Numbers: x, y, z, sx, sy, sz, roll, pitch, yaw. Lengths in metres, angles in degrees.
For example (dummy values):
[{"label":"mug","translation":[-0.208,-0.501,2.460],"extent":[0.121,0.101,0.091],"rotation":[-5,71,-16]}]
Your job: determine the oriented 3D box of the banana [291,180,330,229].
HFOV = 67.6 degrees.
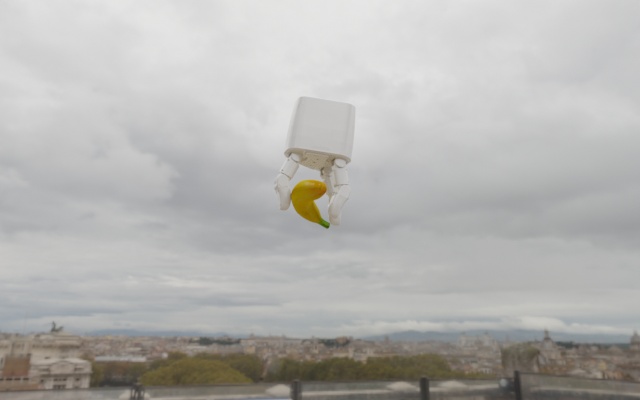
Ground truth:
[{"label":"banana","translation":[-0.018,-0.001,0.799],"extent":[0.069,0.037,0.198],"rotation":[14,-17,8]}]
